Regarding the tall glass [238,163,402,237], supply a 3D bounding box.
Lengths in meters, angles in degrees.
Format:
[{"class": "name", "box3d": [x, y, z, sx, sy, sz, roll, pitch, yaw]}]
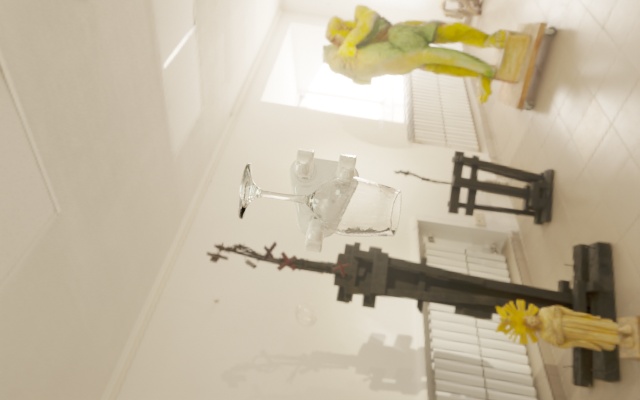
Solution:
[{"class": "tall glass", "box3d": [-0.001, 0.002, 0.620, 0.201, 0.079, 0.079, 8, 0, 0]}]
